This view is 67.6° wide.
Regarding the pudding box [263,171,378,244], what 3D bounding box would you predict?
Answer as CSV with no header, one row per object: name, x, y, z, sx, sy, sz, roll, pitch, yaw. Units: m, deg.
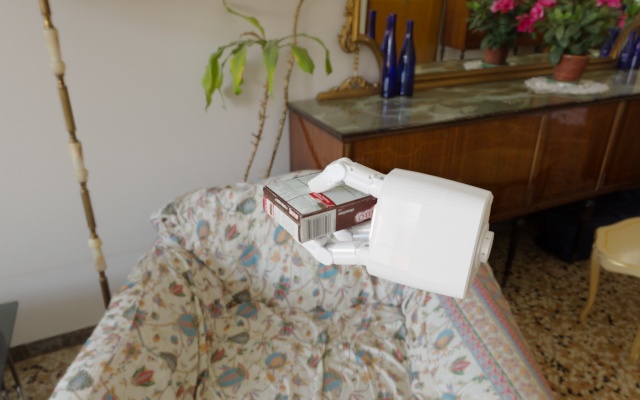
pudding box,0.000,0.002,0.574,0.113,0.039,0.090,-14,31,-31
